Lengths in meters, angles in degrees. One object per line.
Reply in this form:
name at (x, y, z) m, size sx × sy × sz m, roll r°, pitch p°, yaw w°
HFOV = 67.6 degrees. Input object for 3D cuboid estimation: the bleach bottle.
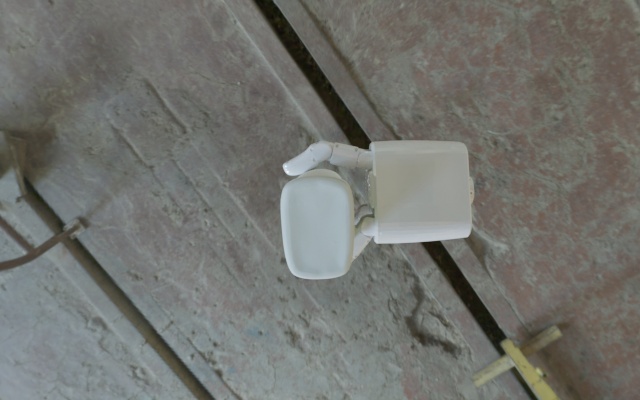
bleach bottle at (0.000, 0.002, 0.556) m, size 0.068 × 0.102 × 0.250 m, roll -2°, pitch 13°, yaw 1°
